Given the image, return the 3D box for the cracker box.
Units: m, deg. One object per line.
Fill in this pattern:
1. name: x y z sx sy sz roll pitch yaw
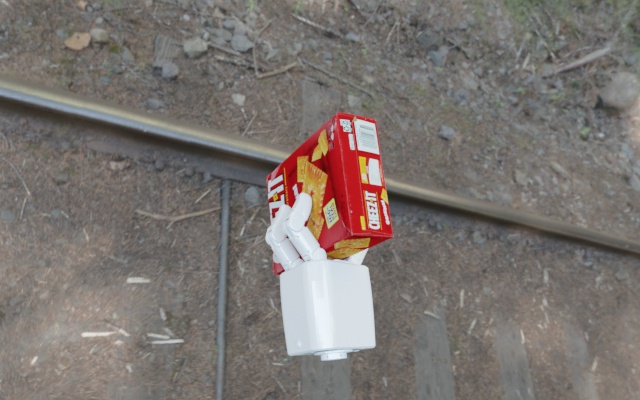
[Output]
1. cracker box: 0.000 0.002 0.662 0.072 0.164 0.214 7 -23 -31
